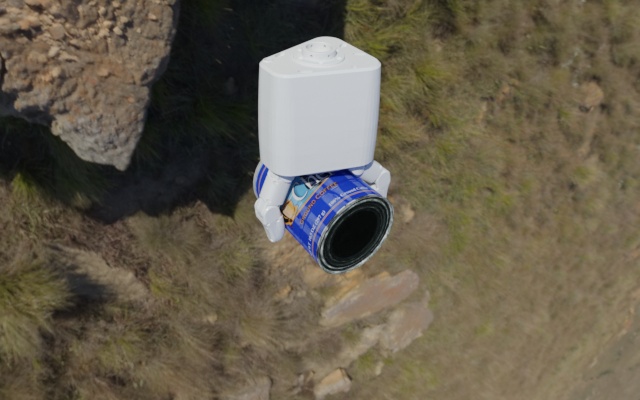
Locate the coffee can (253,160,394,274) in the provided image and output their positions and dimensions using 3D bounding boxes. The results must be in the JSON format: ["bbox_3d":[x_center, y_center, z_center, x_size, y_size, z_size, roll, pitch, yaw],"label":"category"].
[{"bbox_3d":[0.000,0.002,0.552,0.103,0.103,0.140,0,32,-42],"label":"coffee can"}]
